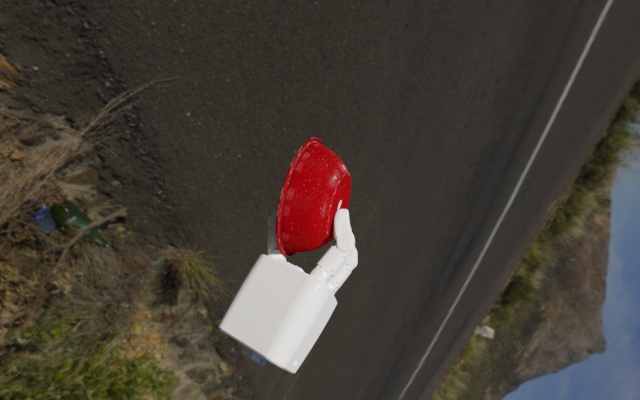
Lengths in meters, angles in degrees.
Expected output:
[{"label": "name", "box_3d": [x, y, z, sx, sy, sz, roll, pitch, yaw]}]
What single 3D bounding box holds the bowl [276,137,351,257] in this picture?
[{"label": "bowl", "box_3d": [0.001, 0.001, 0.624, 0.055, 0.162, 0.162, 14, 4, 16]}]
